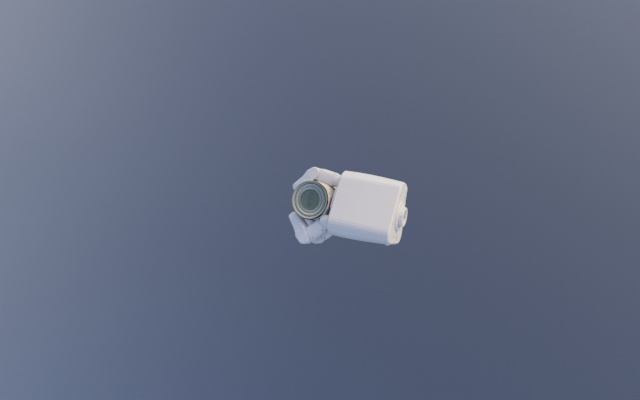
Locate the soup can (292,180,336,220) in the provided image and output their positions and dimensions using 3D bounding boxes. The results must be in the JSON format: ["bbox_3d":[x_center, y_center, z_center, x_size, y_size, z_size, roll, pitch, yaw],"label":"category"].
[{"bbox_3d":[0.000,0.003,0.838,0.068,0.068,0.102,0,-4,22],"label":"soup can"}]
